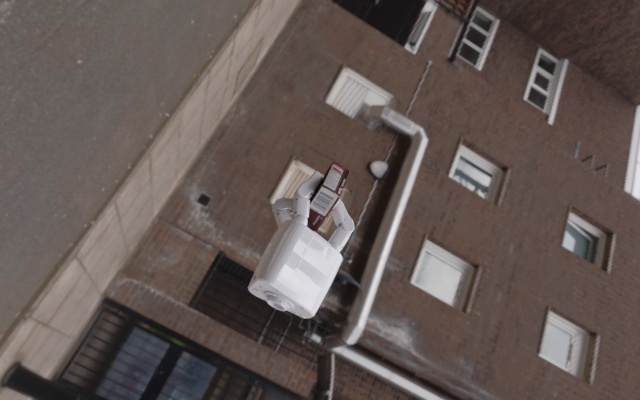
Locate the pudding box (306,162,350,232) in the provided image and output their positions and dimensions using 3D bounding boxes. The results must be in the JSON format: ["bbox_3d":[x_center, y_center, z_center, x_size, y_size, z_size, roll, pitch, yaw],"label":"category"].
[{"bbox_3d":[0.000,0.003,0.796,0.039,0.113,0.090,32,33,-6],"label":"pudding box"}]
